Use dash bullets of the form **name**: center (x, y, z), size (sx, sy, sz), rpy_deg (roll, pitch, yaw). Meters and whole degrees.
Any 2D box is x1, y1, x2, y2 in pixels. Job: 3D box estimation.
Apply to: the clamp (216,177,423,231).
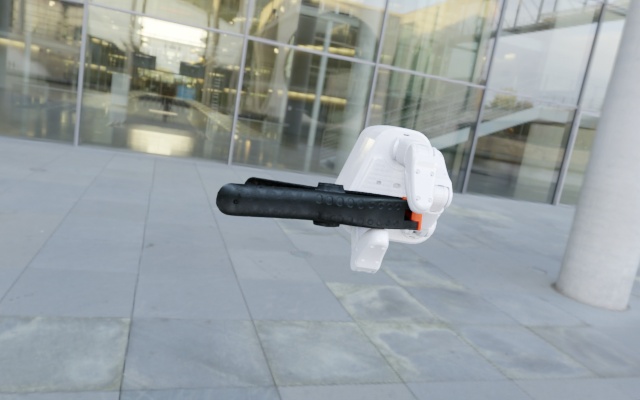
- **clamp**: center (0.000, 0.001, 0.419), size (0.171, 0.039, 0.120), rpy_deg (8, 11, -8)
